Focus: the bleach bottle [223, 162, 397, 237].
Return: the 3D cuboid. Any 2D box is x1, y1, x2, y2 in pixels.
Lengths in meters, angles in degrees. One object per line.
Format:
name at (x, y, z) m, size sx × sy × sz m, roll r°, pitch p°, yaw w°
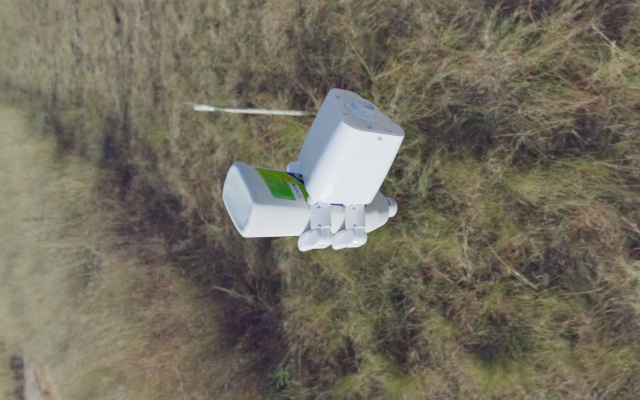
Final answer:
bleach bottle at (0.000, 0.002, 0.664) m, size 0.251 × 0.068 × 0.102 m, roll 2°, pitch 38°, yaw -34°
